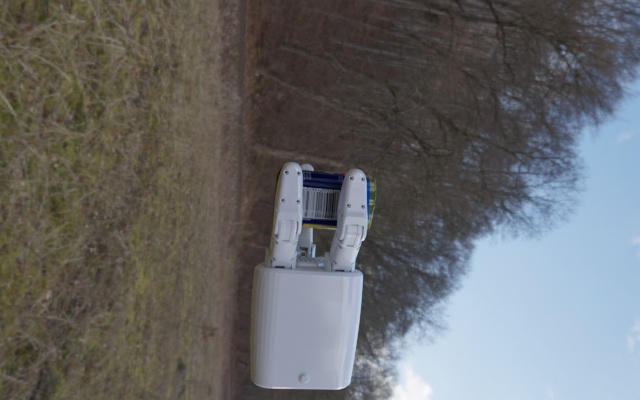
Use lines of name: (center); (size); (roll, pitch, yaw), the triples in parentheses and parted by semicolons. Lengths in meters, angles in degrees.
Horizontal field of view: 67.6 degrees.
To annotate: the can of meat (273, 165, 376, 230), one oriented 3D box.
can of meat: (0.000, 0.001, 0.462); (0.084, 0.057, 0.102); (5, -4, -9)
